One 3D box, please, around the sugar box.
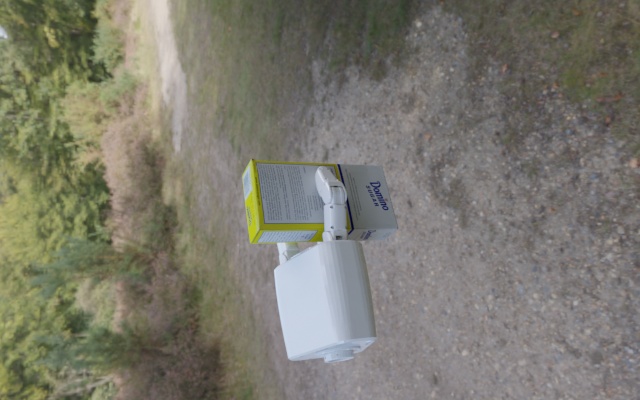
[{"bbox_3d":[0.000,0.002,0.576,0.176,0.093,0.048,3,-29,-25],"label":"sugar box"}]
